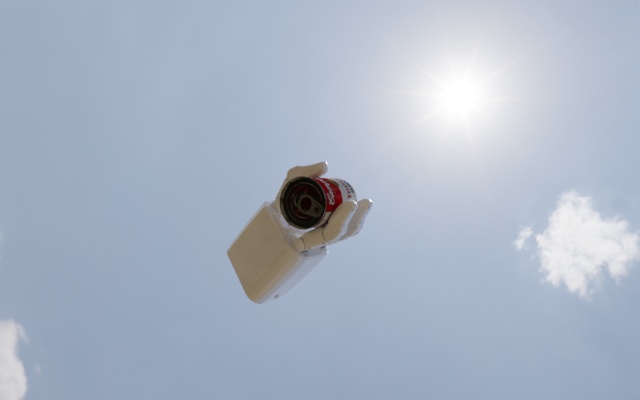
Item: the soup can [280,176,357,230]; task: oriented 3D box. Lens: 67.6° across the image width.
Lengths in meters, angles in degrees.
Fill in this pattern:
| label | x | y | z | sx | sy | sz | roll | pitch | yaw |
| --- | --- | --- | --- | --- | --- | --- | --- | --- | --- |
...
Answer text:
| label | x | y | z | sx | sy | sz | roll | pitch | yaw |
| --- | --- | --- | --- | --- | --- | --- | --- | --- | --- |
| soup can | 0.000 | 0.002 | 0.649 | 0.068 | 0.068 | 0.102 | 0 | 1 | 28 |
